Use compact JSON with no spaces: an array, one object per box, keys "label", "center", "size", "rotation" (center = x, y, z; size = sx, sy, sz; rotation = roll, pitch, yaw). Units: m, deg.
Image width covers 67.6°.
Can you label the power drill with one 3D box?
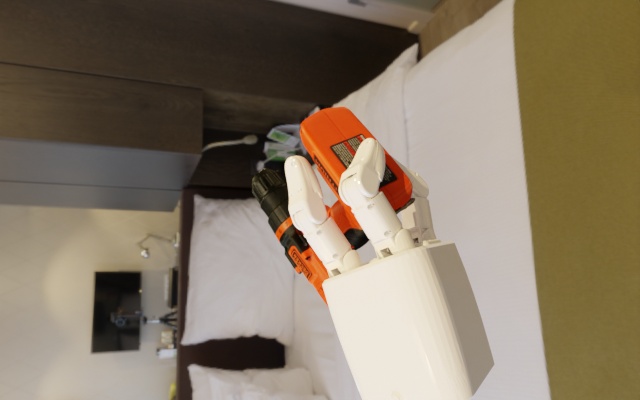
[{"label":"power drill","center":[0.000,0.001,0.457],"size":[0.057,0.184,0.188],"rotation":[-28,-21,-28]}]
